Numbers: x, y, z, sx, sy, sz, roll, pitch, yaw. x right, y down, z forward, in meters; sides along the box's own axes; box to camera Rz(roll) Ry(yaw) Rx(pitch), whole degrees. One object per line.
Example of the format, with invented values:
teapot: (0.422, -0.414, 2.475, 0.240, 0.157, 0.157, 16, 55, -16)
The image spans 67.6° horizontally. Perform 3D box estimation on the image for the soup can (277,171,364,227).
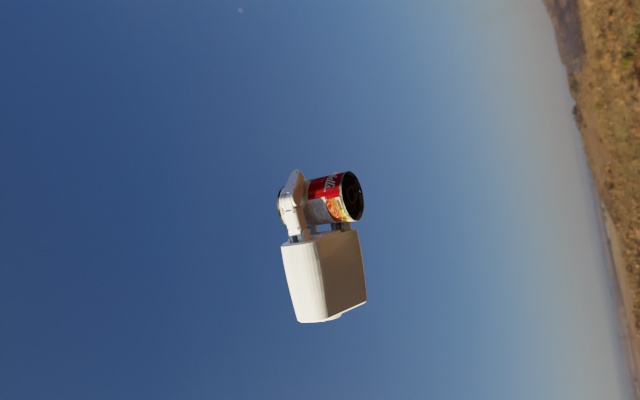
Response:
soup can: (0.000, 0.002, 0.661, 0.102, 0.068, 0.068, -10, -5, 28)
